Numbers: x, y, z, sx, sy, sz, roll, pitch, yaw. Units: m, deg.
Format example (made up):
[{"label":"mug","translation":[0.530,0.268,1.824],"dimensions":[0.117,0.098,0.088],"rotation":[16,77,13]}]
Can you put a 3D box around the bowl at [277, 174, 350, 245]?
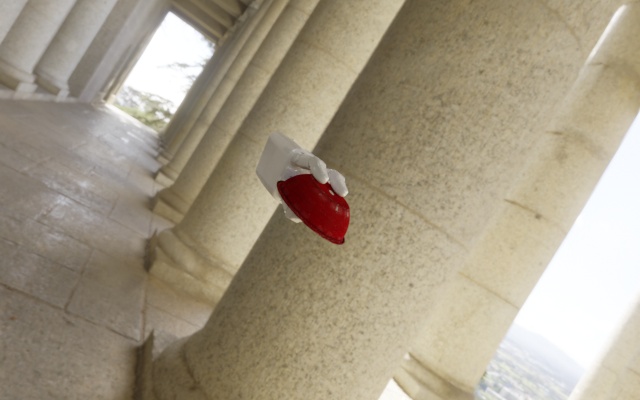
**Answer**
[{"label":"bowl","translation":[0.001,0.003,0.847],"dimensions":[0.162,0.055,0.162],"rotation":[41,13,-12]}]
